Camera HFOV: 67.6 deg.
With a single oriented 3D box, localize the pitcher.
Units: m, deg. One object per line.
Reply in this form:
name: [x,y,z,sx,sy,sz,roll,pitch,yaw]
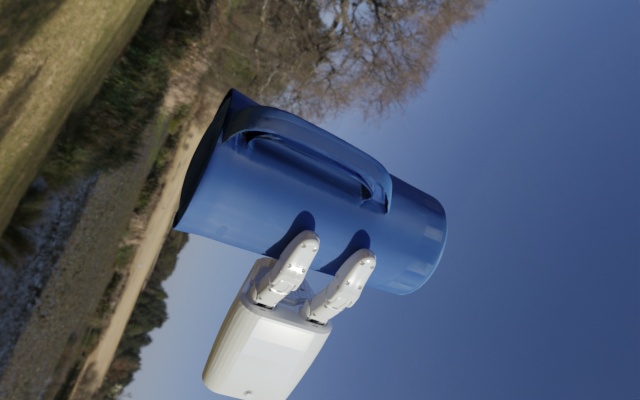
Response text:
pitcher: [0.000,0.002,0.446,0.243,0.145,0.149,22,17,-19]
